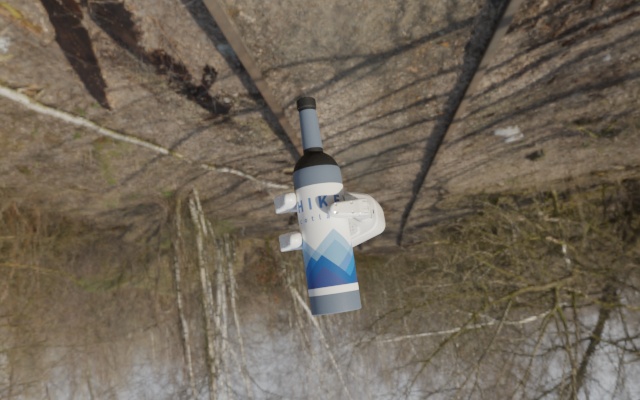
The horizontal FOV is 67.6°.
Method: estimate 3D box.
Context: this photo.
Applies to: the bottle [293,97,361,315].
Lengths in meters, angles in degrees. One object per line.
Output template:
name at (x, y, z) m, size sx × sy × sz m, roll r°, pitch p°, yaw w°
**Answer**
bottle at (0.000, 0.002, 0.650) m, size 0.069 × 0.295 × 0.069 m, roll -8°, pitch -10°, yaw -1°
